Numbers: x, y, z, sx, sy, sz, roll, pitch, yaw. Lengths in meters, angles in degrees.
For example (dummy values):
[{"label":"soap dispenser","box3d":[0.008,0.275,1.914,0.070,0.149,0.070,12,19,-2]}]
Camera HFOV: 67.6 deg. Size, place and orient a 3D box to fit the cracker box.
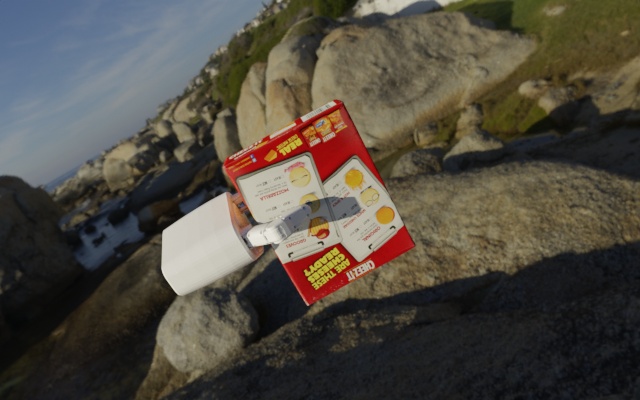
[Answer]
[{"label":"cracker box","box3d":[0.000,0.002,0.619,0.164,0.214,0.072,-29,18,1]}]
